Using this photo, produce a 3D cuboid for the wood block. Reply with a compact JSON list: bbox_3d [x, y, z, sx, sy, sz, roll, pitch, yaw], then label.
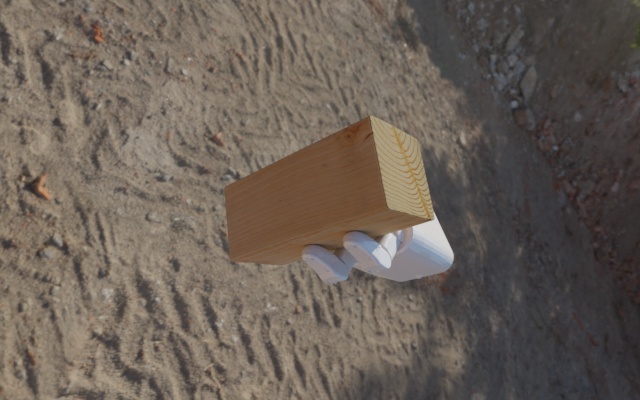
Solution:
[{"bbox_3d":[0.000,0.001,0.504,0.206,0.090,0.090,-22,-22,36],"label":"wood block"}]
